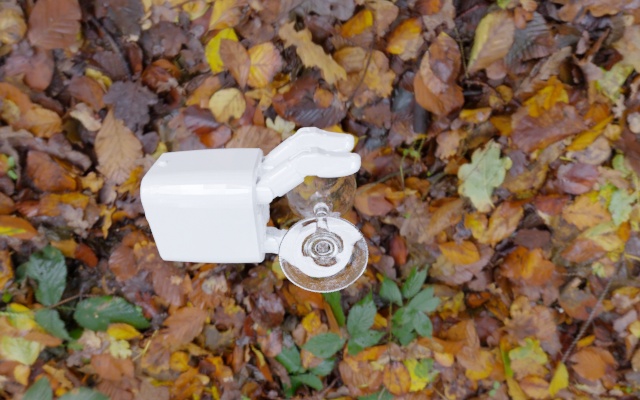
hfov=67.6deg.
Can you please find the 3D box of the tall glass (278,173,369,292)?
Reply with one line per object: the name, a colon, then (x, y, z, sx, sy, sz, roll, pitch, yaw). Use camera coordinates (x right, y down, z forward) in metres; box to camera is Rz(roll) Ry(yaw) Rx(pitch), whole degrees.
tall glass: (0.000, 0.002, 0.479, 0.079, 0.079, 0.201, 0, 26, -1)
